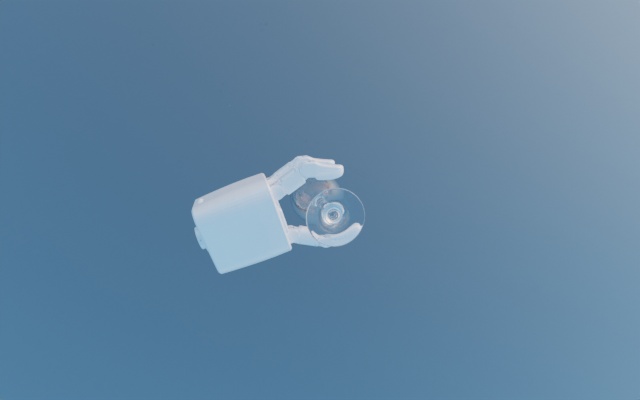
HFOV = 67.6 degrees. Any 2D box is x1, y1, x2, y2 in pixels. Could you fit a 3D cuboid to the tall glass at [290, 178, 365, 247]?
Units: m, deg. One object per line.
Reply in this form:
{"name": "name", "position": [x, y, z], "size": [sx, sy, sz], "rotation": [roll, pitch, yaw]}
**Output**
{"name": "tall glass", "position": [0.000, 0.002, 0.682], "size": [0.079, 0.079, 0.201], "rotation": [0, 11, -11]}
